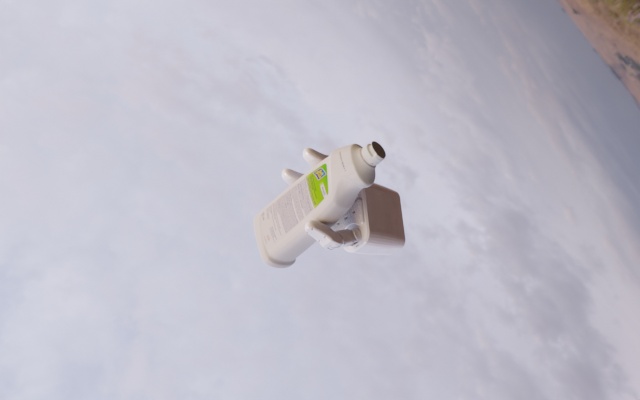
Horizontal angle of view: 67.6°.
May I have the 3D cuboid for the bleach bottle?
[{"bbox_3d":[0.000,0.002,0.715,0.068,0.102,0.251,11,-39,-44],"label":"bleach bottle"}]
